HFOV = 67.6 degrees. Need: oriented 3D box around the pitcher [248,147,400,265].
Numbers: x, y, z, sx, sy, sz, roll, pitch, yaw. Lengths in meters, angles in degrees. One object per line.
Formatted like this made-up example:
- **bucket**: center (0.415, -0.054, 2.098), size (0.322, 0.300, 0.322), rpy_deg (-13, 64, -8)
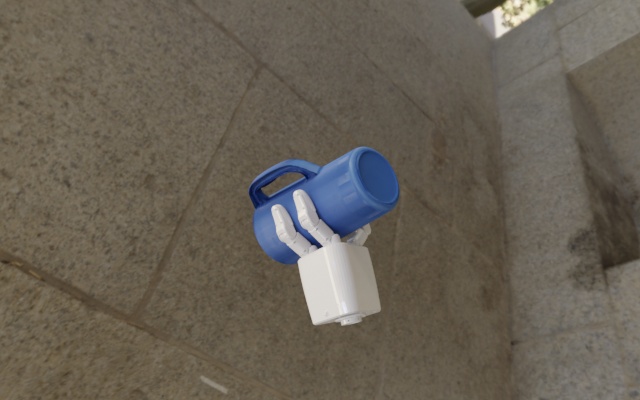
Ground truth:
- **pitcher**: center (0.000, 0.003, 0.785), size (0.149, 0.145, 0.243), rpy_deg (5, -26, -43)
